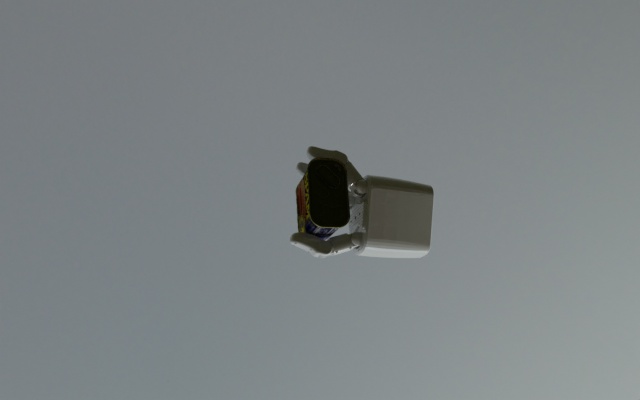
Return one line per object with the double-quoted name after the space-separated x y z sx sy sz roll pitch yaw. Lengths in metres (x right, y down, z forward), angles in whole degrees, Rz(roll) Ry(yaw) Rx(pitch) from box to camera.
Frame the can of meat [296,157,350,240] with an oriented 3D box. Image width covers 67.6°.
0.000 0.002 0.685 0.057 0.102 0.084 2 -20 -16 "can of meat"
